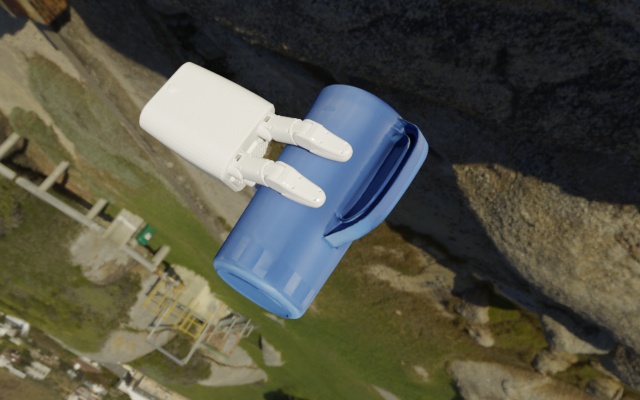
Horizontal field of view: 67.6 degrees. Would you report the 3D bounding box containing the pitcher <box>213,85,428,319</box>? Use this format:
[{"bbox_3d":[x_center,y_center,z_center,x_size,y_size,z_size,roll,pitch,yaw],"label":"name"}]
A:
[{"bbox_3d":[0.000,0.002,0.519,0.145,0.242,0.149,30,-21,6],"label":"pitcher"}]
